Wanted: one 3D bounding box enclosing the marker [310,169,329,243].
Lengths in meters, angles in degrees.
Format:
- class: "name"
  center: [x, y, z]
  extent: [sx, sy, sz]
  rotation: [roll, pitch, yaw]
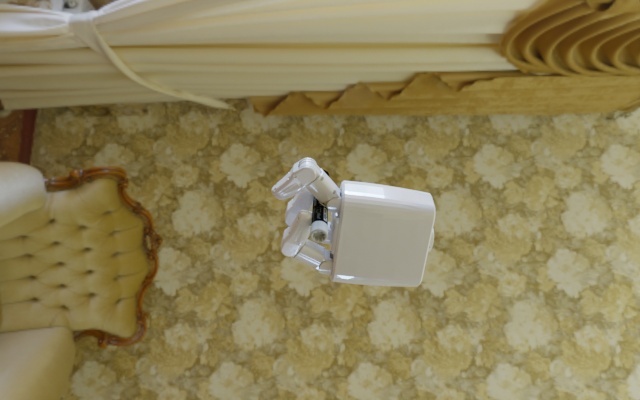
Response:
- class: "marker"
  center: [0.000, 0.002, 0.545]
  extent: [0.020, 0.020, 0.121]
  rotation: [0, 36, 2]
